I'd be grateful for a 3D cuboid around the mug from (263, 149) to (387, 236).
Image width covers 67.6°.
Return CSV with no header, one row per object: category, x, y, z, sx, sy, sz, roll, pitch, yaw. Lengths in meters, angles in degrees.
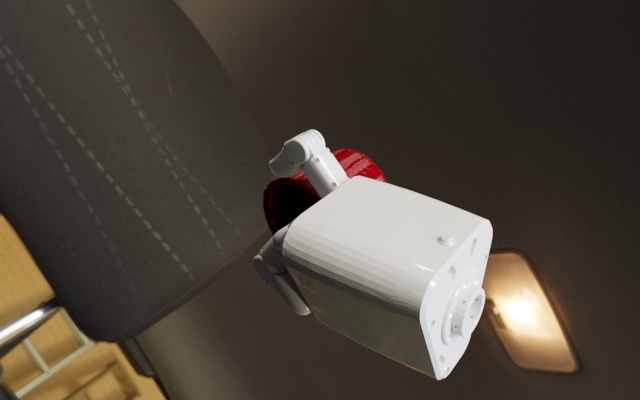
mug,-0.001,0.001,0.440,0.117,0.093,0.081,20,41,37
